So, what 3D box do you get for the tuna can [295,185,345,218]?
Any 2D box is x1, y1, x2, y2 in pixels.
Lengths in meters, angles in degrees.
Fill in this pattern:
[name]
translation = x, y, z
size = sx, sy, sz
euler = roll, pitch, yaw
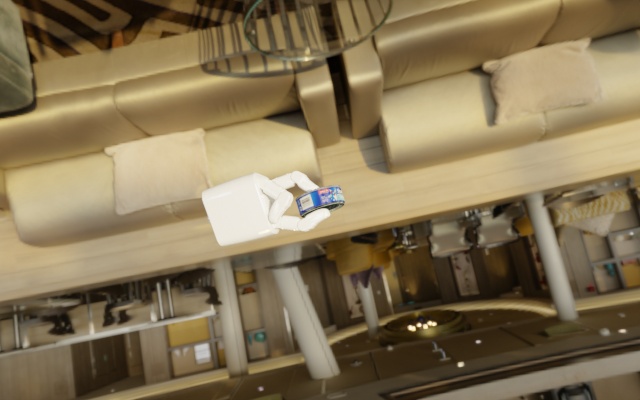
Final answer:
[tuna can]
translation = 0.000, 0.003, 0.860
size = 0.086, 0.033, 0.086
euler = -16, -11, -3
